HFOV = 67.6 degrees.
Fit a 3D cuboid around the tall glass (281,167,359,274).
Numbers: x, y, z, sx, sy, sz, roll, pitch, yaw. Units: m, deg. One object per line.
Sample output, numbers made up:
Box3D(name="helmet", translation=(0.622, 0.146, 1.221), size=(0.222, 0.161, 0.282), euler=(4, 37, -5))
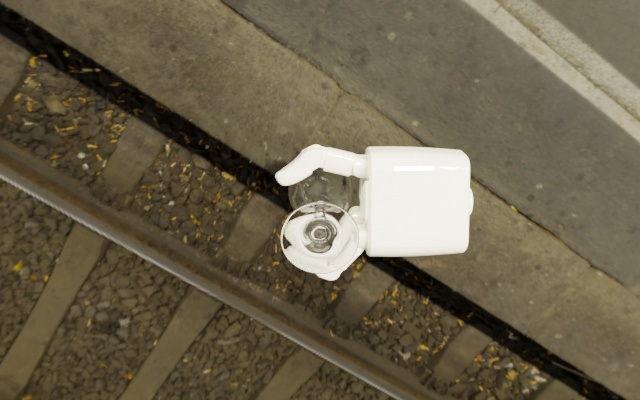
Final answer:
Box3D(name="tall glass", translation=(0.000, 0.002, 0.541), size=(0.079, 0.079, 0.201), euler=(0, 21, 0))
